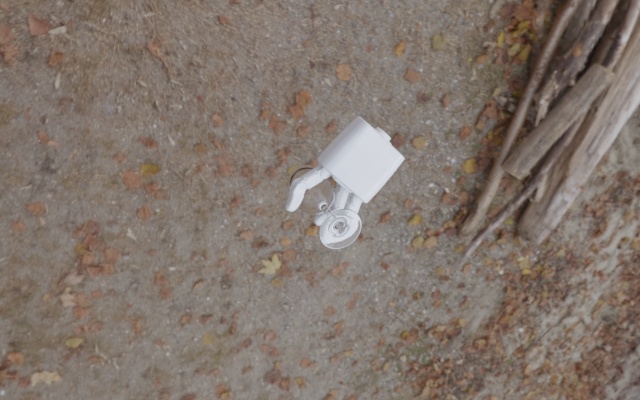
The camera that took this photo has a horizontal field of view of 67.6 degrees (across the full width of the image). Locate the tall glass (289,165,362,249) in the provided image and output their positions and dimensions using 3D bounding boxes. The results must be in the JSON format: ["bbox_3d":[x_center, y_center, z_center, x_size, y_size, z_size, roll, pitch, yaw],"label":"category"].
[{"bbox_3d":[0.000,0.003,0.856,0.079,0.079,0.201,0,26,-22],"label":"tall glass"}]
